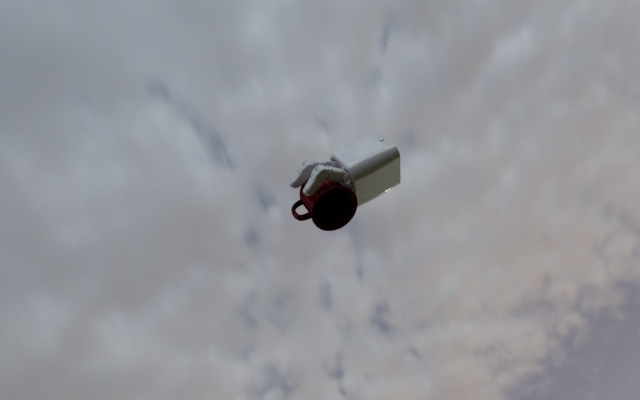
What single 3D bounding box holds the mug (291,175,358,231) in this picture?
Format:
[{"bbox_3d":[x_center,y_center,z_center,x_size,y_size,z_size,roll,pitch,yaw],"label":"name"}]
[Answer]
[{"bbox_3d":[-0.001,0.004,0.897,0.117,0.093,0.081,-26,36,-11],"label":"mug"}]
